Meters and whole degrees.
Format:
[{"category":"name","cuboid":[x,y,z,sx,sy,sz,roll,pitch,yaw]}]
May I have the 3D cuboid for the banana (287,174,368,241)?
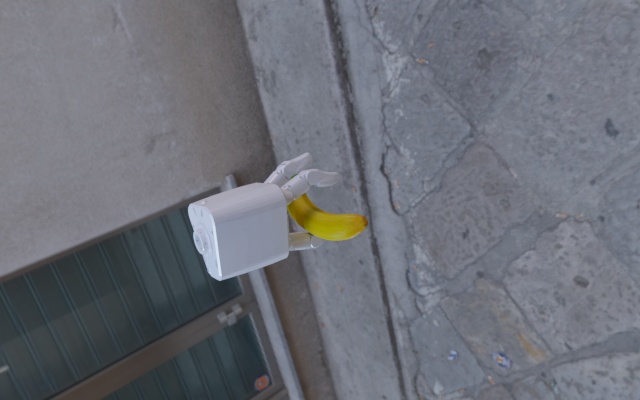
[{"category":"banana","cuboid":[-0.004,0.018,0.688,0.037,0.070,0.197,-10,29,-33]}]
